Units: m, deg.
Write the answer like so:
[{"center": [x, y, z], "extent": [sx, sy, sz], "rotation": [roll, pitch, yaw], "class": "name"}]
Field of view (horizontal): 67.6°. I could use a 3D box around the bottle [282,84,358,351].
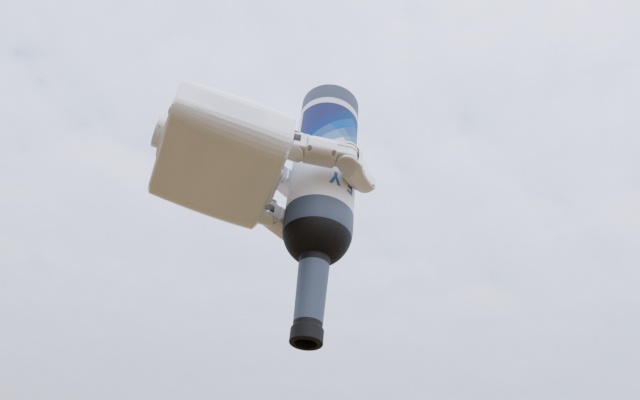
[{"center": [0.000, 0.001, 0.471], "extent": [0.069, 0.295, 0.069], "rotation": [3, -40, 3], "class": "bottle"}]
